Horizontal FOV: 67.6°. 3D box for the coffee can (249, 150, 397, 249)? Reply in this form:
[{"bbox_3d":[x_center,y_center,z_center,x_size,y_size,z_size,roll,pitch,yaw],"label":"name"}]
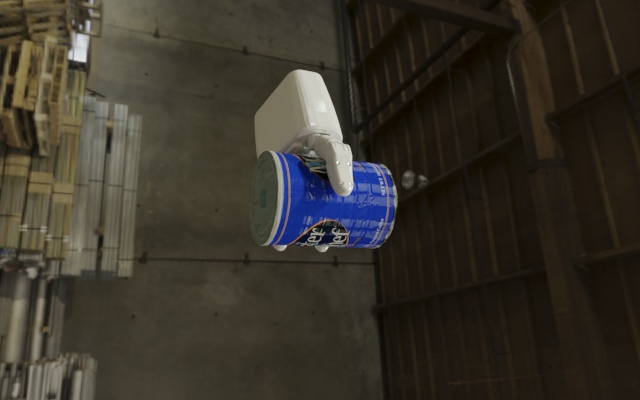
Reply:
[{"bbox_3d":[0.000,0.002,0.541,0.140,0.103,0.103,4,-2,-24],"label":"coffee can"}]
